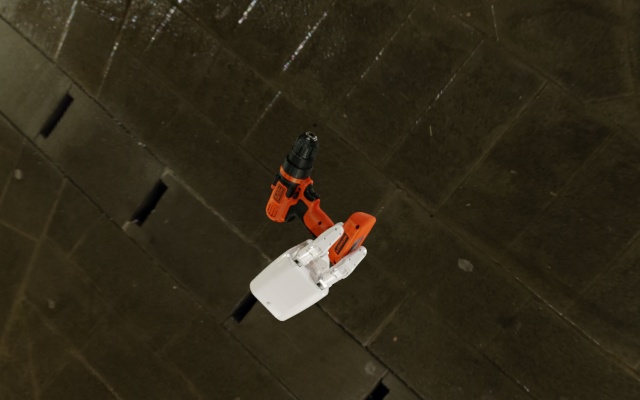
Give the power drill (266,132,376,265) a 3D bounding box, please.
[{"bbox_3d":[0.000,0.003,0.803,0.187,0.184,0.057,42,39,21],"label":"power drill"}]
